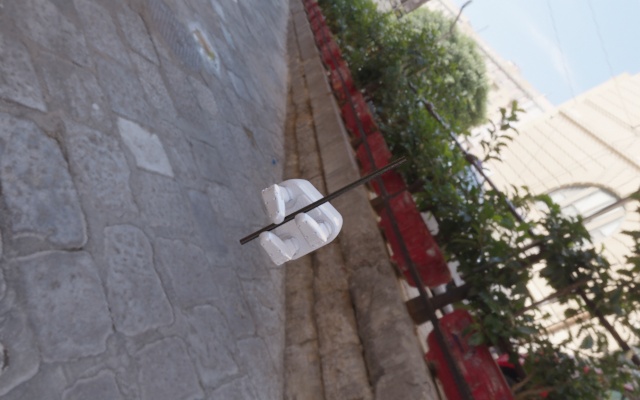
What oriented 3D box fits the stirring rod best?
[{"bbox_3d":[0.000,0.002,0.611,0.239,0.011,0.011,-27,-5,11],"label":"stirring rod"}]
